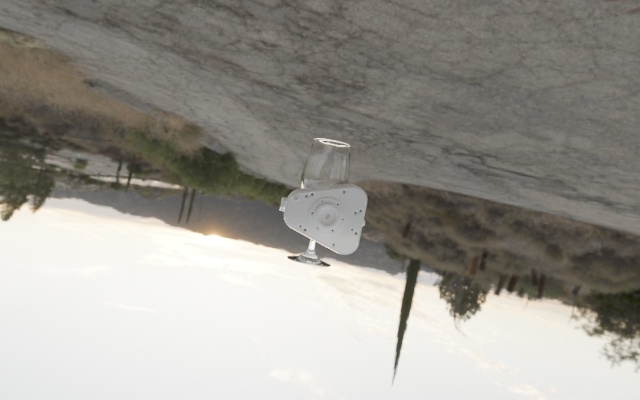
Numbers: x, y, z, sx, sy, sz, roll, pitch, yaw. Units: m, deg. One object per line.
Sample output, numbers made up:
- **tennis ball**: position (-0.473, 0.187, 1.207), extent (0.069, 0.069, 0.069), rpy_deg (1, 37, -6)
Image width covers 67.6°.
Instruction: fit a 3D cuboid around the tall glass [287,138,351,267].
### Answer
- **tall glass**: position (0.000, 0.003, 0.780), extent (0.079, 0.201, 0.079), rpy_deg (11, 0, 0)
